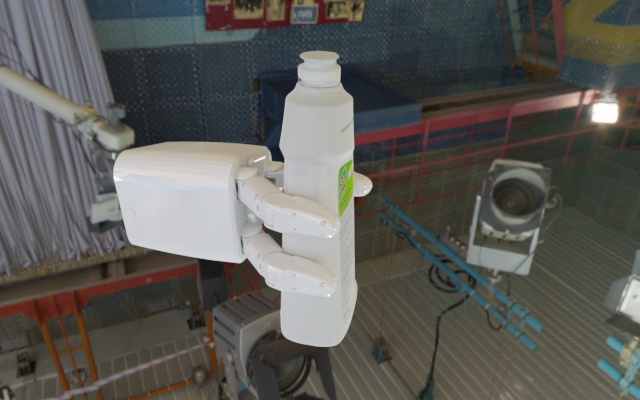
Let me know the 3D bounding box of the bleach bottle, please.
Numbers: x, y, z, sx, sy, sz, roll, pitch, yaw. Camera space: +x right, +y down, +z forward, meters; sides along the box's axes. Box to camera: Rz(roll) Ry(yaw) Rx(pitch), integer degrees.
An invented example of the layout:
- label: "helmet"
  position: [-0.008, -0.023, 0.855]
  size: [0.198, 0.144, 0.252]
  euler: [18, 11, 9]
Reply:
- label: "bleach bottle"
  position: [0.000, 0.001, 0.409]
  size: [0.068, 0.251, 0.102]
  euler: [6, 30, 10]
